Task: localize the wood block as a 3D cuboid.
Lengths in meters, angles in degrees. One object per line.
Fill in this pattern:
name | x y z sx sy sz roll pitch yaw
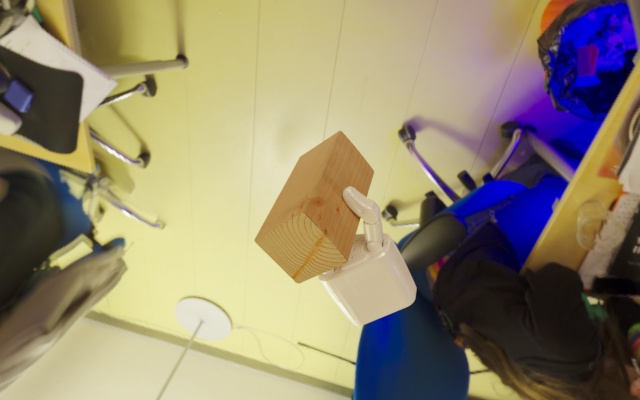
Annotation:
wood block | 0.001 0.002 0.669 0.091 0.090 0.206 -29 23 32
